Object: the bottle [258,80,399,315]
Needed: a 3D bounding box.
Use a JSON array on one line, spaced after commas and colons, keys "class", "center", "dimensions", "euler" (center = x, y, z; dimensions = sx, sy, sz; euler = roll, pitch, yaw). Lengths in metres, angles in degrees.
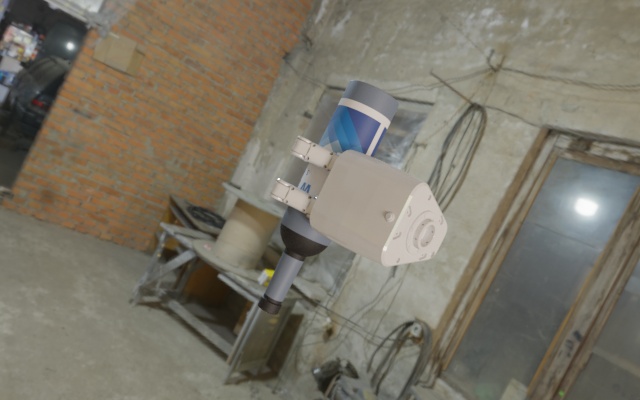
[{"class": "bottle", "center": [0.000, 0.002, 0.582], "dimensions": [0.069, 0.296, 0.069], "euler": [26, 1, -1]}]
